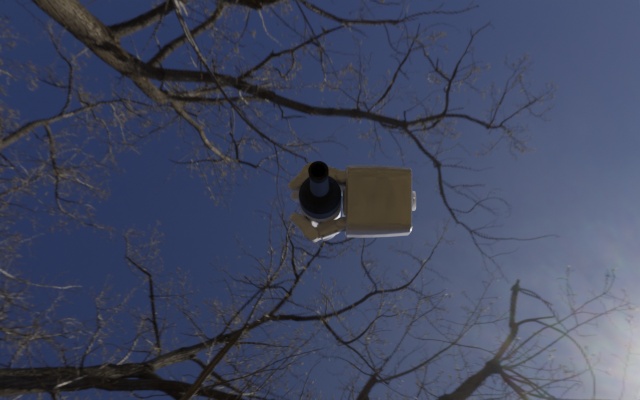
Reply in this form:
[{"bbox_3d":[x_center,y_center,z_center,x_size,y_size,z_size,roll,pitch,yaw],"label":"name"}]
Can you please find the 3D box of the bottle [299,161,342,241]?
[{"bbox_3d":[0.000,0.003,0.773,0.069,0.069,0.296,0,-17,1],"label":"bottle"}]
